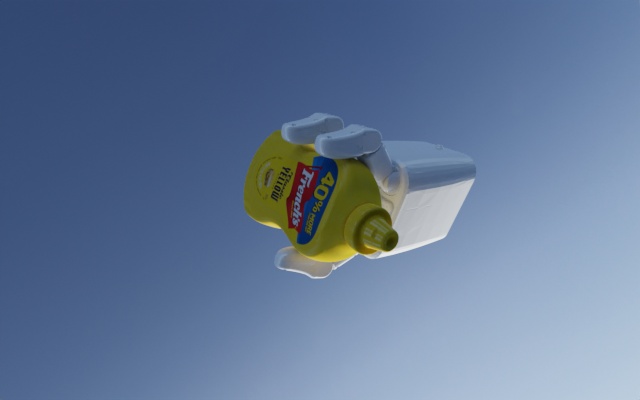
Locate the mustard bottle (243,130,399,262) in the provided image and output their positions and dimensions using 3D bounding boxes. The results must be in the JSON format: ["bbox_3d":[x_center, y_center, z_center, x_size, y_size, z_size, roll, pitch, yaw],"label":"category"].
[{"bbox_3d":[0.000,0.001,0.432,0.058,0.096,0.191,20,6,-40],"label":"mustard bottle"}]
